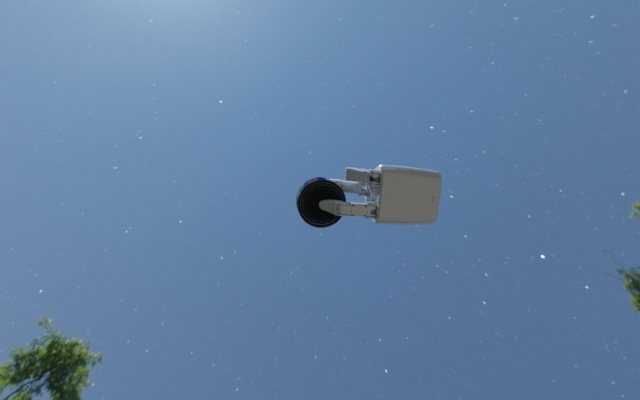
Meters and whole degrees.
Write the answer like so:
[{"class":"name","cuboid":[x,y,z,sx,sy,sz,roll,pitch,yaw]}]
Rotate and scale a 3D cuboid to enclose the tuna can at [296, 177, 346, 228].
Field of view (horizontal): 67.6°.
[{"class":"tuna can","cuboid":[0.000,0.003,0.840,0.086,0.086,0.033,0,12,-10]}]
